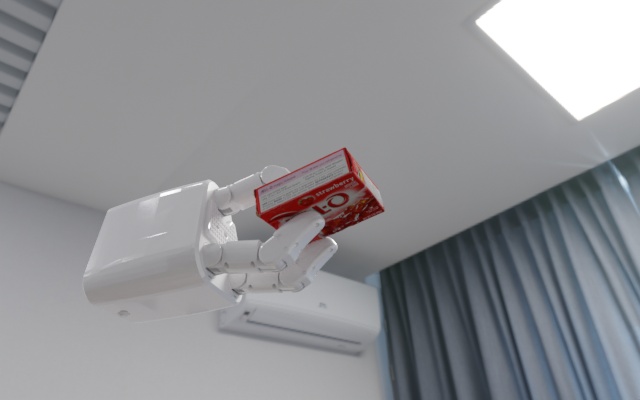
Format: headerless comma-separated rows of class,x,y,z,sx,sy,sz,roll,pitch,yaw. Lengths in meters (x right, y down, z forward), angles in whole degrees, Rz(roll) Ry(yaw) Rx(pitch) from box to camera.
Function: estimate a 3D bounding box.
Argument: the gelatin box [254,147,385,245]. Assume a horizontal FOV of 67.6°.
gelatin box,0.000,0.001,0.405,0.089,0.030,0.073,-25,-35,16
